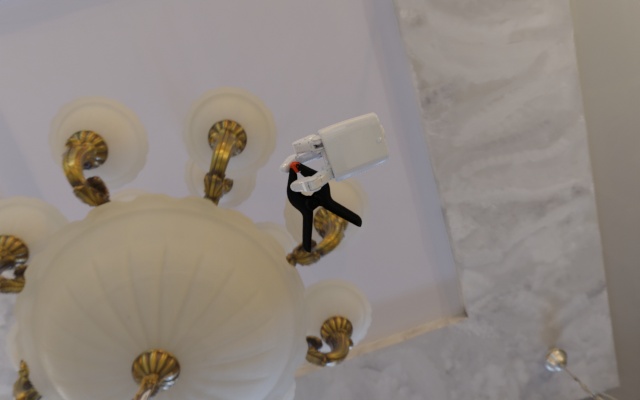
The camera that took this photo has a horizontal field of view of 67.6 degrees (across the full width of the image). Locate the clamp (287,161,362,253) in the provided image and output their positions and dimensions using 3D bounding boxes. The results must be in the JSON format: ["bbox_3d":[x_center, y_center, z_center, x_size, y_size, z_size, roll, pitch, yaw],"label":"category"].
[{"bbox_3d":[0.000,0.003,0.874,0.120,0.171,0.039,-21,17,-2],"label":"clamp"}]
